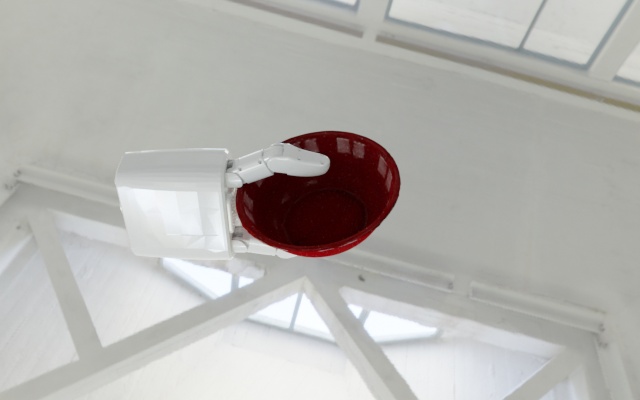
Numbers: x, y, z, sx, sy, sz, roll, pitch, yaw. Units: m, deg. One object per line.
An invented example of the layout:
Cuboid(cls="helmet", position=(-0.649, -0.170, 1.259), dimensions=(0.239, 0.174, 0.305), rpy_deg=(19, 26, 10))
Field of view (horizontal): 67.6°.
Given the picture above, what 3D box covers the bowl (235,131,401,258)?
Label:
Cuboid(cls="bowl", position=(0.001, 0.002, 0.479), dimensions=(0.162, 0.162, 0.055), rpy_deg=(0, -42, 13))
